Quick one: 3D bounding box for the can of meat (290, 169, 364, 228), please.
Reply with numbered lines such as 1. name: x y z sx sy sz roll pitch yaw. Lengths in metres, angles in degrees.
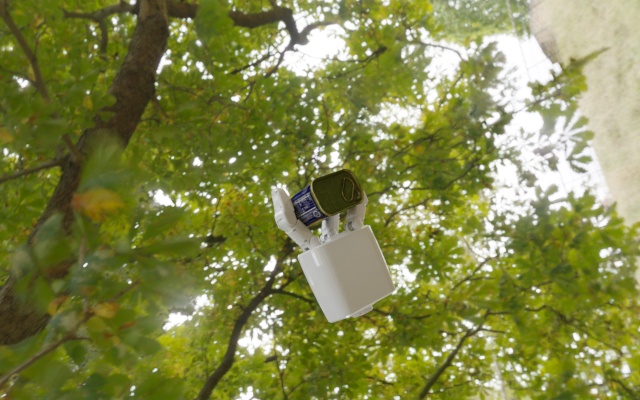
1. can of meat: 0.000 0.002 0.703 0.084 0.057 0.102 -30 -5 42
